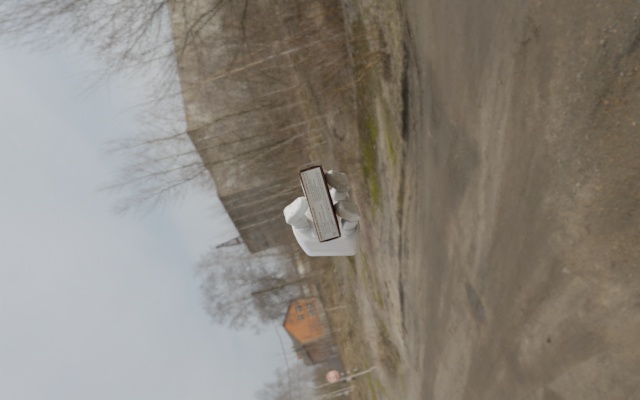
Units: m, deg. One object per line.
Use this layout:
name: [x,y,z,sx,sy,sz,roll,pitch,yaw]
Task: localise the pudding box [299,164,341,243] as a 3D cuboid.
pudding box: [0.000,0.002,0.732,0.039,0.113,0.090,-18,4,1]
